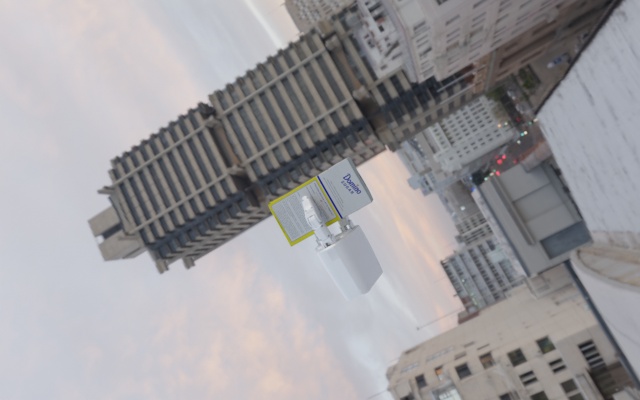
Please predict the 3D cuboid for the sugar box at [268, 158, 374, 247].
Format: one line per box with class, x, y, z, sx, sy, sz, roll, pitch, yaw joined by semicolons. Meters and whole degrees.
sugar box;0.000;0.003;0.883;0.176;0.093;0.048;-29;2;13
